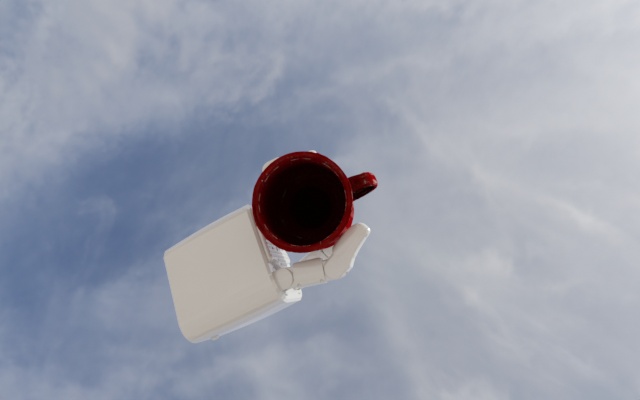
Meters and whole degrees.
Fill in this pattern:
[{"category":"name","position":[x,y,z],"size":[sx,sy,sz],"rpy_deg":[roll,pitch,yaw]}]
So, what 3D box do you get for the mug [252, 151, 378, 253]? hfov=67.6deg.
[{"category":"mug","position":[0.001,0.001,0.467],"size":[0.117,0.093,0.081],"rpy_deg":[-25,-12,5]}]
